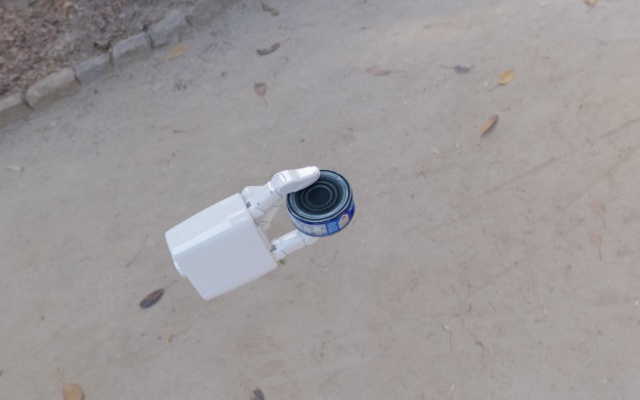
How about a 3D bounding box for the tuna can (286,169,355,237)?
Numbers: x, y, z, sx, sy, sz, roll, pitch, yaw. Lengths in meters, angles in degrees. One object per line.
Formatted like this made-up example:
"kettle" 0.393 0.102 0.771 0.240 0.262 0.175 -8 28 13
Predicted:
"tuna can" 0.000 0.002 0.606 0.086 0.086 0.034 0 -36 10
